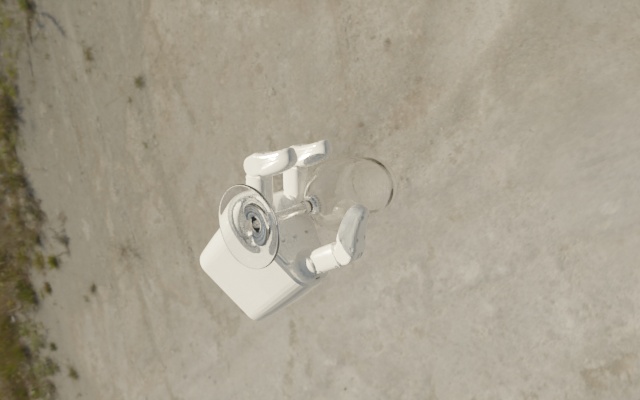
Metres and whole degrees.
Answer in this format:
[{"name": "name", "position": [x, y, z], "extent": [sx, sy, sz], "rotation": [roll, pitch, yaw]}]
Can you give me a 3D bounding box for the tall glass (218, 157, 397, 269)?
[{"name": "tall glass", "position": [0.000, 0.002, 0.476], "extent": [0.079, 0.079, 0.201], "rotation": [0, 12, 40]}]
